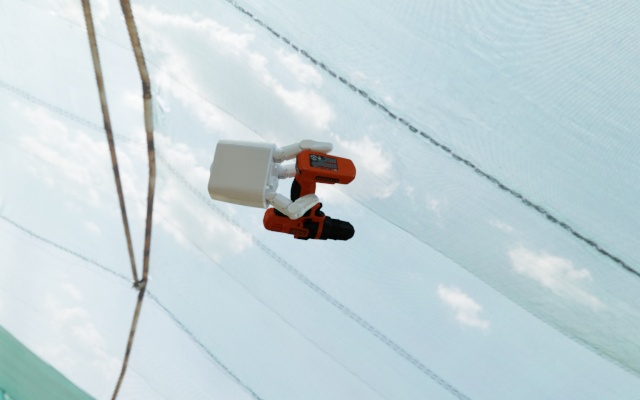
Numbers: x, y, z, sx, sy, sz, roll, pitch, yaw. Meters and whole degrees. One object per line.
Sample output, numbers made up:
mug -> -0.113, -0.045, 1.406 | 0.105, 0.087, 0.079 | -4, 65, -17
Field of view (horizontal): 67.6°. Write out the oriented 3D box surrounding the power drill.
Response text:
power drill -> 0.000, 0.002, 0.882 | 0.184, 0.188, 0.057 | 9, 42, -17
